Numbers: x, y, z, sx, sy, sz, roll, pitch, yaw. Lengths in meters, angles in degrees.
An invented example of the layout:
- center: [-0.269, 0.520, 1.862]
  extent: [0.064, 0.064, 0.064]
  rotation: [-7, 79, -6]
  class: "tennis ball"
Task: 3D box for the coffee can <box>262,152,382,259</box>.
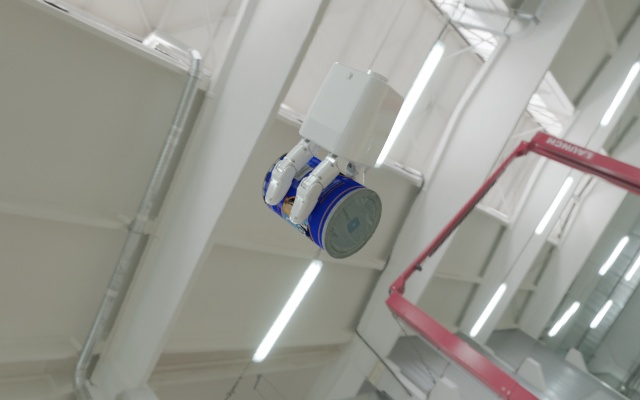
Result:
- center: [0.000, 0.002, 0.666]
  extent: [0.103, 0.103, 0.140]
  rotation: [0, 26, -45]
  class: "coffee can"
